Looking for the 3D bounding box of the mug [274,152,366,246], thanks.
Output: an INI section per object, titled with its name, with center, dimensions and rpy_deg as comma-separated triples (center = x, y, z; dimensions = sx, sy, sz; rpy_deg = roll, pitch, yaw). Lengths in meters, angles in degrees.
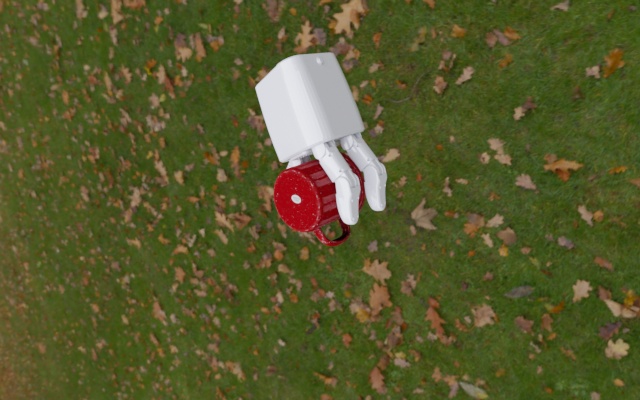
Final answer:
[mug]
center = 0.000, 0.003, 0.599
dimensions = 0.093, 0.117, 0.081
rpy_deg = -20, 2, 45
